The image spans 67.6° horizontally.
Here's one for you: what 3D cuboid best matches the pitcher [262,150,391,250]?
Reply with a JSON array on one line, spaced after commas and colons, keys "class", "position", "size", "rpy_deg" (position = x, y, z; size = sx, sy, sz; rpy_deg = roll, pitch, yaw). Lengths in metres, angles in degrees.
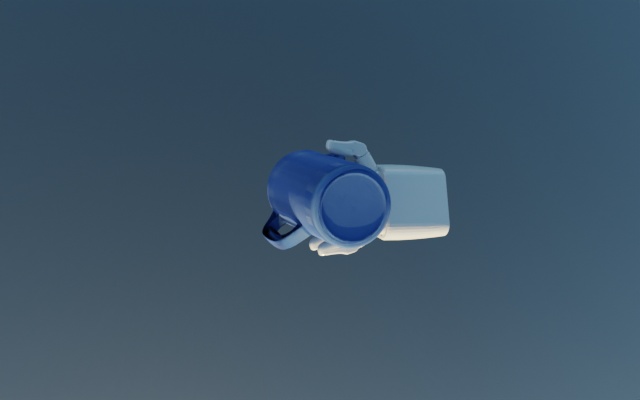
[{"class": "pitcher", "position": [0.000, 0.002, 0.703], "size": [0.145, 0.149, 0.243], "rpy_deg": [0, 7, -16]}]
